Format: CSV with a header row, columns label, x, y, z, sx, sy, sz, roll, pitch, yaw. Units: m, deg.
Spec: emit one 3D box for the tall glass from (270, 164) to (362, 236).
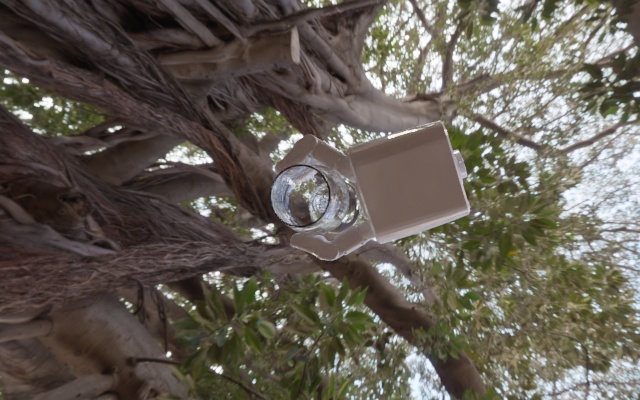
label,x,y,z,sx,sy,sz,roll,pitch,yaw
tall glass,0.000,0.002,0.559,0.079,0.079,0.201,0,-4,12
